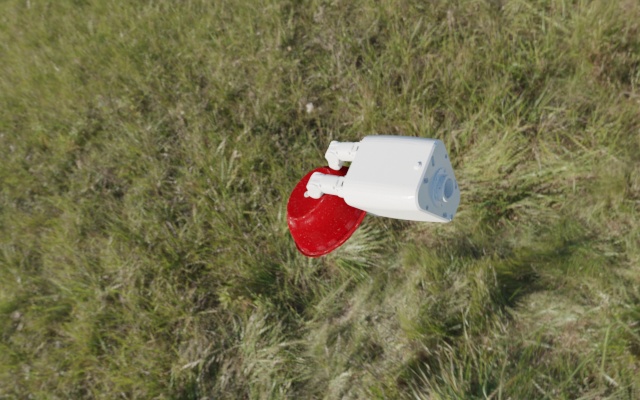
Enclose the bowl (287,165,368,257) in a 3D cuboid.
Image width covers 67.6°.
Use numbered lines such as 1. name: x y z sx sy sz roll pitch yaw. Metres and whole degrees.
1. bowl: -0.001 0.002 0.722 0.055 0.162 0.162 37 -21 -31
